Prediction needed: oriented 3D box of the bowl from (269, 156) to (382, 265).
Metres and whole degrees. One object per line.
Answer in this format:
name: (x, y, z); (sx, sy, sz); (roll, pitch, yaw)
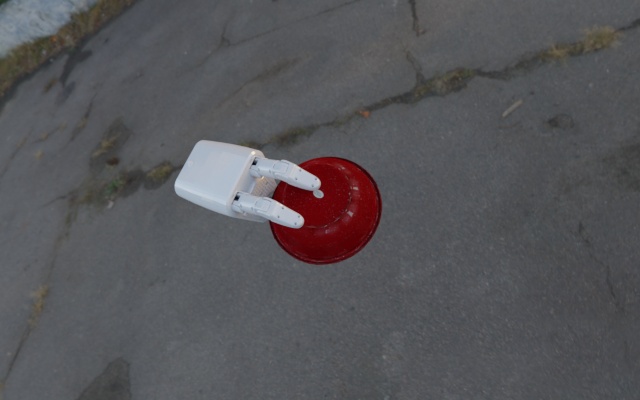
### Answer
bowl: (0.001, 0.002, 0.643); (0.162, 0.162, 0.055); (0, -21, 12)
